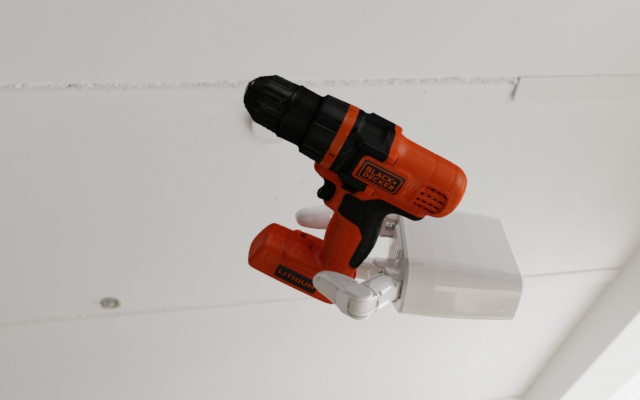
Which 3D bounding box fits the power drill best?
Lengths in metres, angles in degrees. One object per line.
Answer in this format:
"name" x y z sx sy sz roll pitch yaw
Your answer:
"power drill" 0.000 0.002 0.410 0.184 0.188 0.057 28 43 -4
